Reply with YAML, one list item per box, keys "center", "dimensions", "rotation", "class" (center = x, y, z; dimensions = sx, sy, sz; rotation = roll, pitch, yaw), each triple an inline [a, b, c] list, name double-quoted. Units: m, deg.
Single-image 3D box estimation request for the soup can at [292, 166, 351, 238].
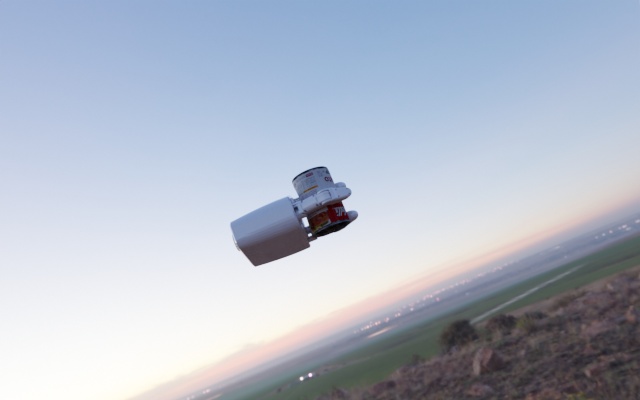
- center: [0.000, 0.002, 0.797]
  dimensions: [0.068, 0.102, 0.068]
  rotation: [-21, -15, -6]
  class: "soup can"
